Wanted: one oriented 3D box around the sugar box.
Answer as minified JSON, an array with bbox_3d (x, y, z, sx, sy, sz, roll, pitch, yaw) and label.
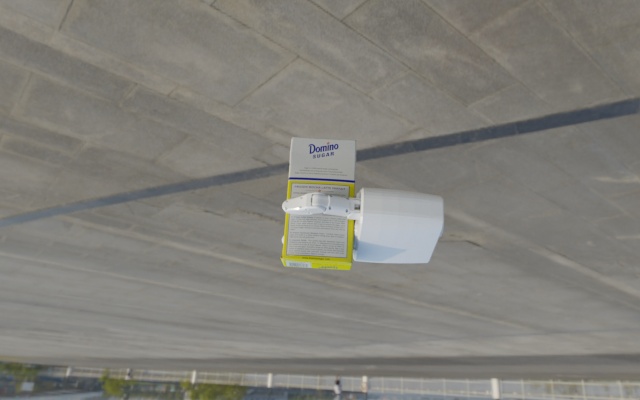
[{"bbox_3d":[0.000,0.002,0.651,0.093,0.176,0.048,4,-22,1],"label":"sugar box"}]
